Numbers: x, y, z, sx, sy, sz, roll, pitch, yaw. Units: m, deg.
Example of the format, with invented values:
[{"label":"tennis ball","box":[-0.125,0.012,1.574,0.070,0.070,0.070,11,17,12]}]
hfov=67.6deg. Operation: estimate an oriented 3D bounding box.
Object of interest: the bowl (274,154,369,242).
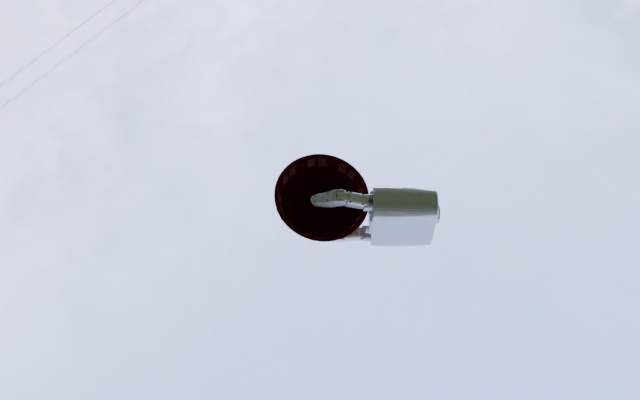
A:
[{"label":"bowl","box":[-0.001,0.002,0.822,0.162,0.162,0.055,0,-24,-8]}]
